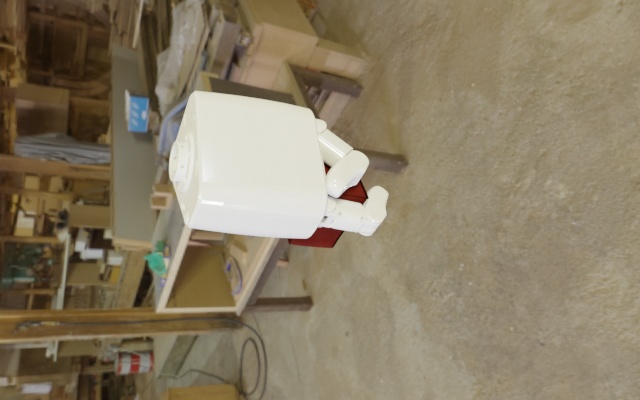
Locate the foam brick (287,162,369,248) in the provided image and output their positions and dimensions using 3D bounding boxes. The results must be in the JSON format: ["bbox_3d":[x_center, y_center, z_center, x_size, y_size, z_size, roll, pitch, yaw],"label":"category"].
[{"bbox_3d":[0.000,0.002,0.460,0.051,0.053,0.078,5,-45,-29],"label":"foam brick"}]
